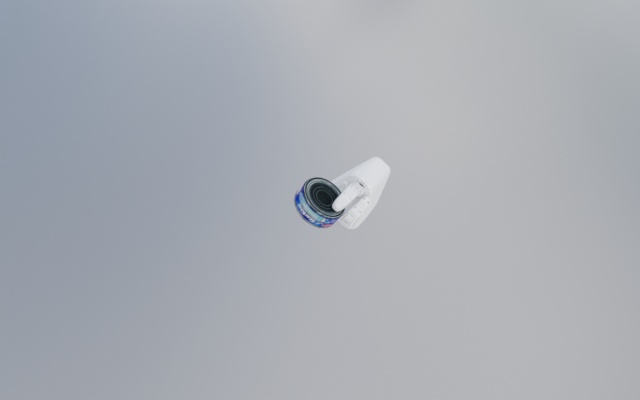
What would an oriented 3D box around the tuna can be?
[{"bbox_3d":[0.000,0.002,0.814,0.086,0.086,0.034,0,-32,-38],"label":"tuna can"}]
